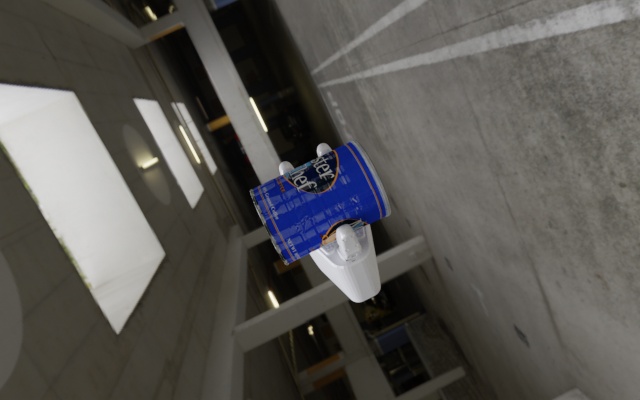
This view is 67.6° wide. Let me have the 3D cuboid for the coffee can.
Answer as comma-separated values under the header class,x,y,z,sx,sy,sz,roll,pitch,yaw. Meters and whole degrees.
class,x,y,z,sx,sy,sz,roll,pitch,yaw
coffee can,0.000,0.002,0.579,0.140,0.103,0.103,-26,1,-3
